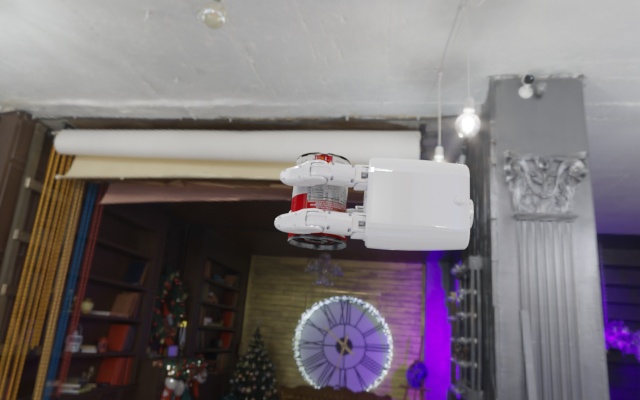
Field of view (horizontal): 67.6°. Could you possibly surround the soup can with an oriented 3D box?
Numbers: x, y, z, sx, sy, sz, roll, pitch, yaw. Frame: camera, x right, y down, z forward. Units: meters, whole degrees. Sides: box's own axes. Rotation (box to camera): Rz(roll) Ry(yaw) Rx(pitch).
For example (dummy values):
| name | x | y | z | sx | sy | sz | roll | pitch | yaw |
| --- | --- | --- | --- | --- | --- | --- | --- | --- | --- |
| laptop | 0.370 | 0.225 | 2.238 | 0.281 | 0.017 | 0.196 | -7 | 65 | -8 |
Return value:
| name | x | y | z | sx | sy | sz | roll | pitch | yaw |
| --- | --- | --- | --- | --- | --- | --- | --- | --- | --- |
| soup can | 0.000 | 0.002 | 0.563 | 0.068 | 0.102 | 0.068 | 4 | -16 | 1 |
